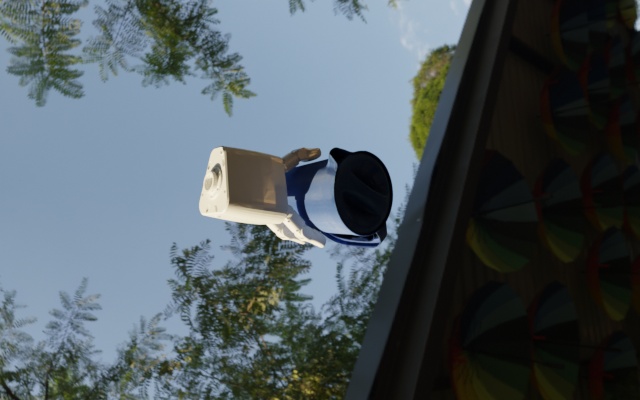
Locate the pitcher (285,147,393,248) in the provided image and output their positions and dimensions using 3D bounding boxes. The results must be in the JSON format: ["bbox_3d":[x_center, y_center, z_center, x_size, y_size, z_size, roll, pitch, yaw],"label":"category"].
[{"bbox_3d":[0.000,0.003,0.829,0.145,0.149,0.243,9,-8,-40],"label":"pitcher"}]
